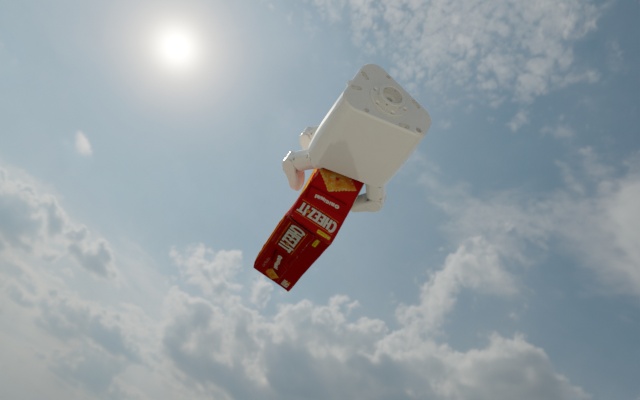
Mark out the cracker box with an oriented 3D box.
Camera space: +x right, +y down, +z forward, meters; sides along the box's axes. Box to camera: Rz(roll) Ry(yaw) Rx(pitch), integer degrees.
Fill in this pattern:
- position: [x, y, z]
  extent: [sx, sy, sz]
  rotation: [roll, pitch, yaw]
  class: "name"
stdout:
- position: [0.000, 0.002, 0.680]
  extent: [0.072, 0.213, 0.164]
  rotation: [33, -38, -2]
  class: "cracker box"
